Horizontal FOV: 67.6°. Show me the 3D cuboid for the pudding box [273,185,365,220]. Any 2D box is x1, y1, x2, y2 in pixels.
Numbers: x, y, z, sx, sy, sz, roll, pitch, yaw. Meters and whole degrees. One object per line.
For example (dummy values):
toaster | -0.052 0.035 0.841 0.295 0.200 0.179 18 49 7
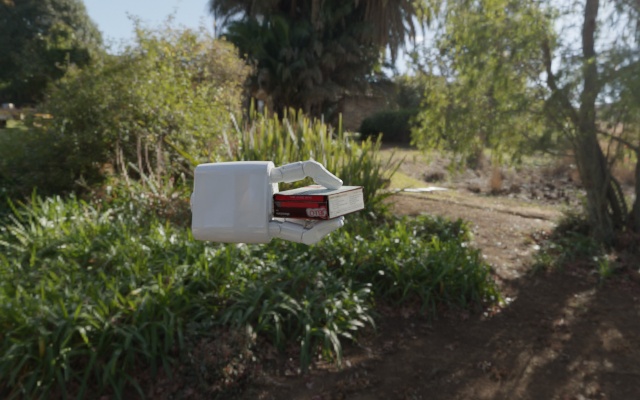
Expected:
pudding box | 0.000 0.002 0.680 0.090 0.039 0.113 3 10 31
